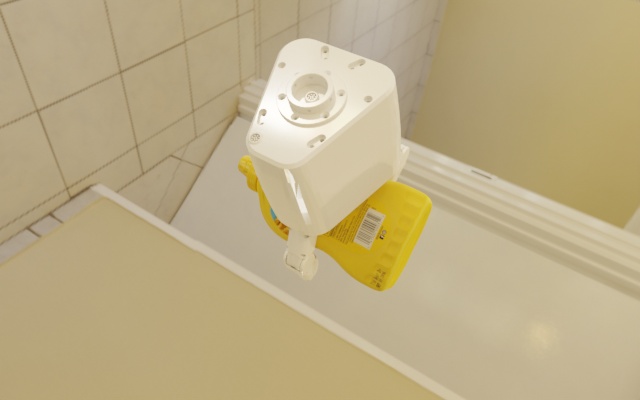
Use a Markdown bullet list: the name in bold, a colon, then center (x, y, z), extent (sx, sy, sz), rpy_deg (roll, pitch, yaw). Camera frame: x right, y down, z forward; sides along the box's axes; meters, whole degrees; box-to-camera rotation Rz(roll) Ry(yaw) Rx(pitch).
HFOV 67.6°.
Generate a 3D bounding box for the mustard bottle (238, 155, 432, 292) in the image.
- **mustard bottle**: center (0.000, 0.002, 0.456), extent (0.191, 0.096, 0.058), rpy_deg (26, 5, 20)
